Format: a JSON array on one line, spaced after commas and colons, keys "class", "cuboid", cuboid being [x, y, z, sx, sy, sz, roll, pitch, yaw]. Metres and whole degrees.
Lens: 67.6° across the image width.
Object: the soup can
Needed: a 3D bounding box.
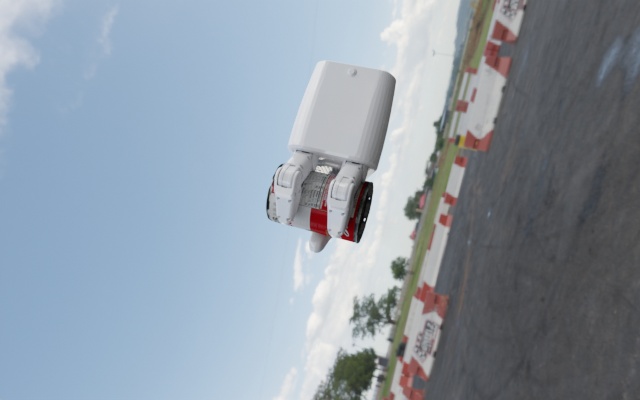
[{"class": "soup can", "cuboid": [0.000, 0.002, 0.520, 0.102, 0.068, 0.068, 14, 3, 12]}]
